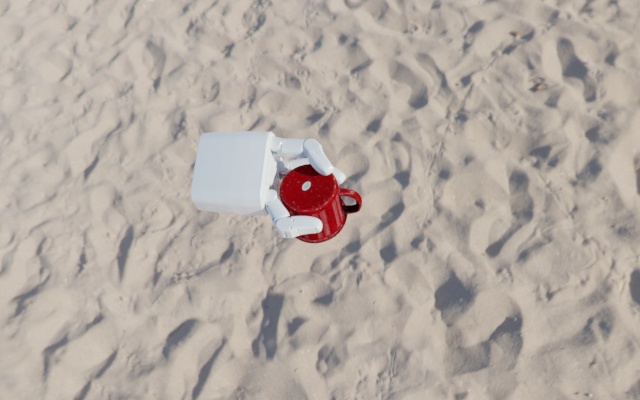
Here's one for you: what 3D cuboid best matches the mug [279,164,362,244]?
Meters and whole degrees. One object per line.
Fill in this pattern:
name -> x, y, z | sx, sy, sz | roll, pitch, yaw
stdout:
mug -> 0.001, 0.002, 0.675 | 0.117, 0.093, 0.081 | 1, -30, 10
